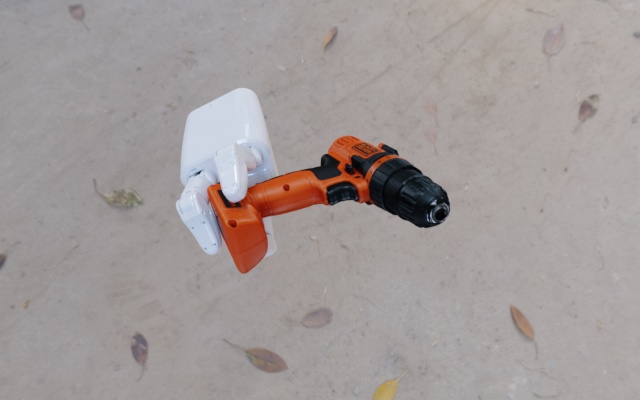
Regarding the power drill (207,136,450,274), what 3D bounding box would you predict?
[{"bbox_3d":[0.000,0.001,0.444,0.187,0.057,0.184,-19,26,-17],"label":"power drill"}]
